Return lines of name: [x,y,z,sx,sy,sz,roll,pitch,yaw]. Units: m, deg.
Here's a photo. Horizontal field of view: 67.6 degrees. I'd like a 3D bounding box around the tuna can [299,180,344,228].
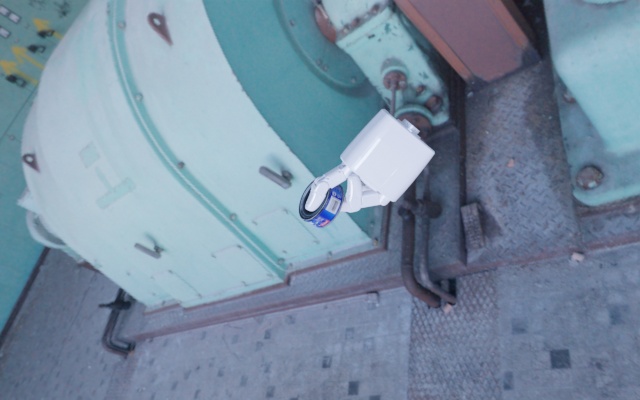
tuna can: [0.000,0.003,0.830,0.034,0.086,0.086,28,-16,-31]
